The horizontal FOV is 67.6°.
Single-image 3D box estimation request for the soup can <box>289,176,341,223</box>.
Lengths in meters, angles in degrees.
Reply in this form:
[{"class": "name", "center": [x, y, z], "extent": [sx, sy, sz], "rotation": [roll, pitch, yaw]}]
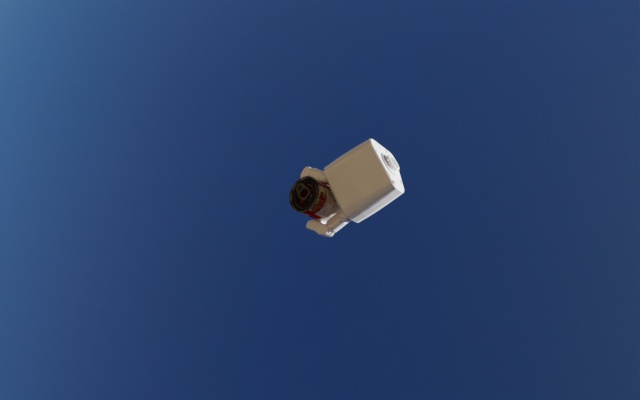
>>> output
[{"class": "soup can", "center": [0.000, 0.003, 0.892], "extent": [0.068, 0.068, 0.102], "rotation": [0, -18, 39]}]
